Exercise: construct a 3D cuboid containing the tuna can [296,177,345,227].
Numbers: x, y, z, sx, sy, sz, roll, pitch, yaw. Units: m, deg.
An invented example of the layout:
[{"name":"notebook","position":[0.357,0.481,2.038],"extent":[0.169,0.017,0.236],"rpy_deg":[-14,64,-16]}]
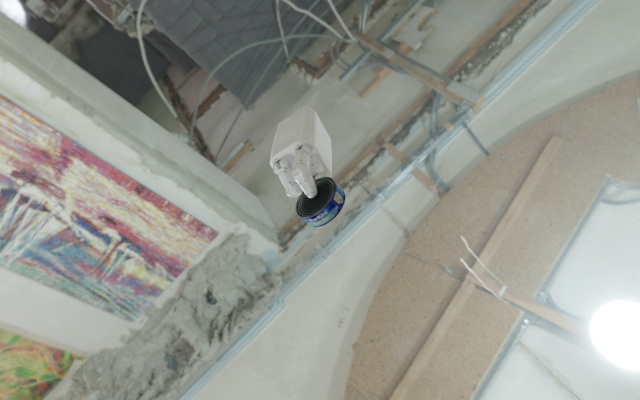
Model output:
[{"name":"tuna can","position":[0.000,0.003,0.821],"extent":[0.086,0.086,0.034],"rpy_deg":[0,-35,49]}]
